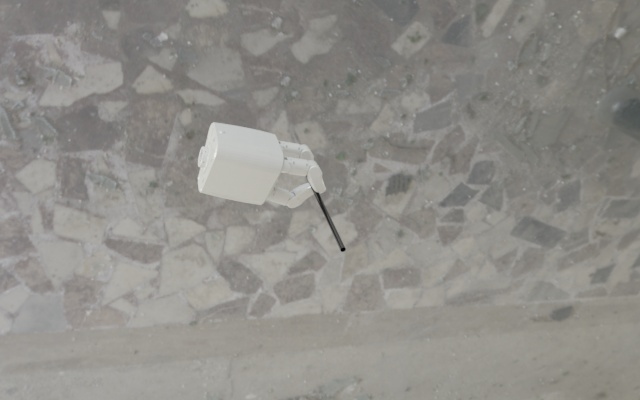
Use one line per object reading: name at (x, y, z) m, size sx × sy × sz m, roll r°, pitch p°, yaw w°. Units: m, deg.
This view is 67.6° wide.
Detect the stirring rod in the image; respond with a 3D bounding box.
stirring rod at (0.000, 0.002, 0.768) m, size 0.011 × 0.011 × 0.239 m, roll 0°, pitch 34°, yaw -19°
